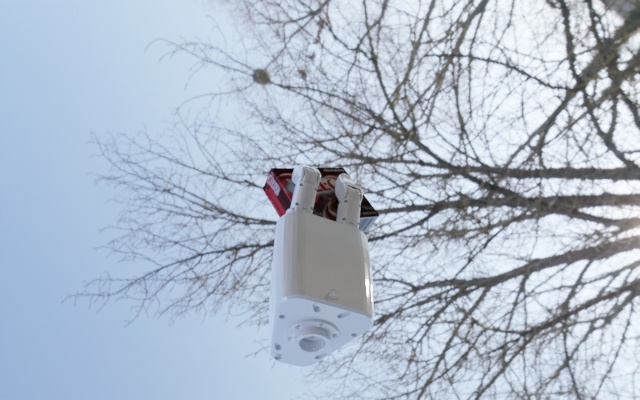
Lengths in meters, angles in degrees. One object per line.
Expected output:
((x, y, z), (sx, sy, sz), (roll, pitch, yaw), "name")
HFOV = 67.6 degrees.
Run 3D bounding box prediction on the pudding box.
((0.000, 0.002, 0.566), (0.113, 0.039, 0.090), (-2, 45, -39), "pudding box")
